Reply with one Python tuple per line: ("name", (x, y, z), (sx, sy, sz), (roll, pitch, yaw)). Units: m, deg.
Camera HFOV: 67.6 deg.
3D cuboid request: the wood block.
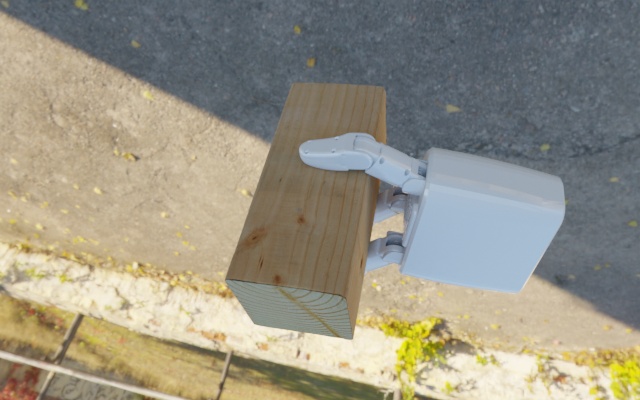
("wood block", (0.000, 0.001, 0.419), (0.090, 0.206, 0.091), (6, -34, 12))
